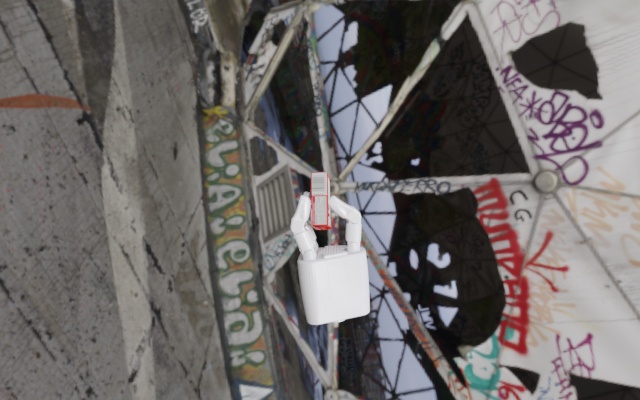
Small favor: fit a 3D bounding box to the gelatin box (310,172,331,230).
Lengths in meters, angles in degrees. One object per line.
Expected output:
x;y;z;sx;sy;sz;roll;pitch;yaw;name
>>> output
0.001;0.002;0.781;0.030;0.089;0.073;-1;-6;4;gelatin box
